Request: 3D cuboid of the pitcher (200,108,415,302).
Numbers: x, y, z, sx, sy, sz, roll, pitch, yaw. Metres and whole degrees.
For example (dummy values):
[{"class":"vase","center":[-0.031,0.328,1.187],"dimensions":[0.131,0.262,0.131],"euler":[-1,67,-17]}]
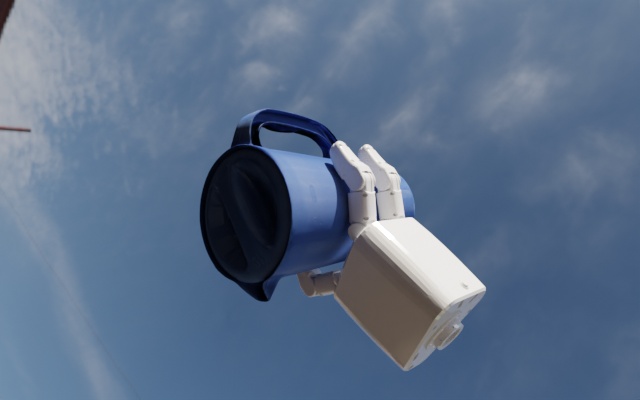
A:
[{"class":"pitcher","center":[0.000,0.002,0.532],"dimensions":[0.243,0.149,0.145],"euler":[-2,39,-49]}]
